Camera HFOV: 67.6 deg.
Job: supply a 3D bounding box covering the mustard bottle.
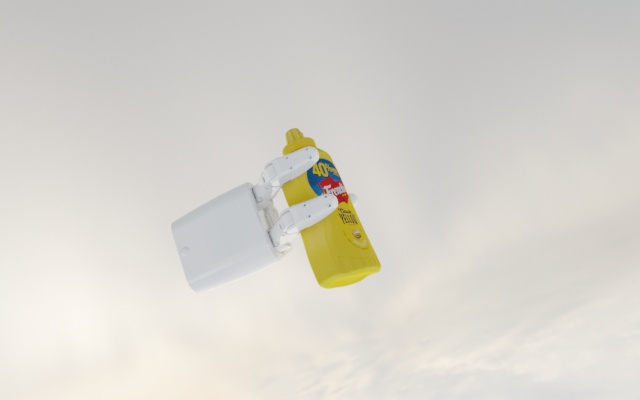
[{"bbox_3d":[0.000,0.002,0.544,0.058,0.191,0.096,-33,-21,28],"label":"mustard bottle"}]
